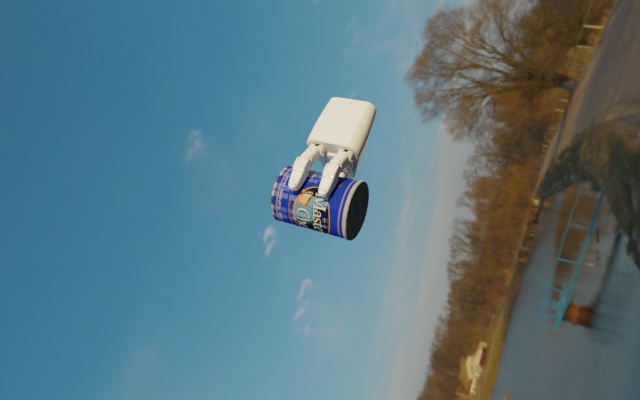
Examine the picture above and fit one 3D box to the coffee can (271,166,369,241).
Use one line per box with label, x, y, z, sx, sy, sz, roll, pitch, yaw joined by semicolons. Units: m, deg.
coffee can;0.000;0.003;0.825;0.140;0.103;0.103;14;5;22
